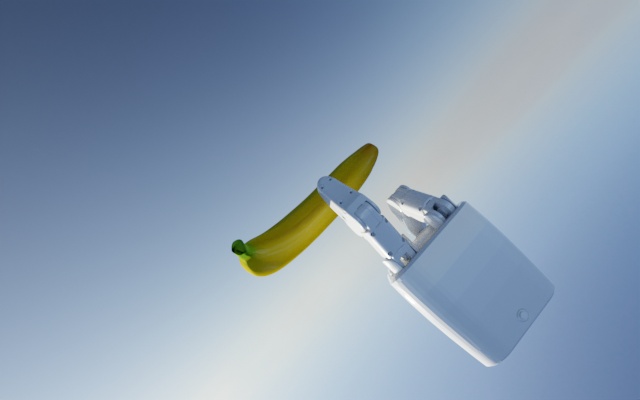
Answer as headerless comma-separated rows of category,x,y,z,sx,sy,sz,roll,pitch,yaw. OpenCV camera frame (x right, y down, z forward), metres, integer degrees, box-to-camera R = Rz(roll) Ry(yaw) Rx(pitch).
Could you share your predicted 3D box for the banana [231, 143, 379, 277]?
banana,-0.009,0.013,0.438,0.197,0.037,0.070,-41,-10,-40
